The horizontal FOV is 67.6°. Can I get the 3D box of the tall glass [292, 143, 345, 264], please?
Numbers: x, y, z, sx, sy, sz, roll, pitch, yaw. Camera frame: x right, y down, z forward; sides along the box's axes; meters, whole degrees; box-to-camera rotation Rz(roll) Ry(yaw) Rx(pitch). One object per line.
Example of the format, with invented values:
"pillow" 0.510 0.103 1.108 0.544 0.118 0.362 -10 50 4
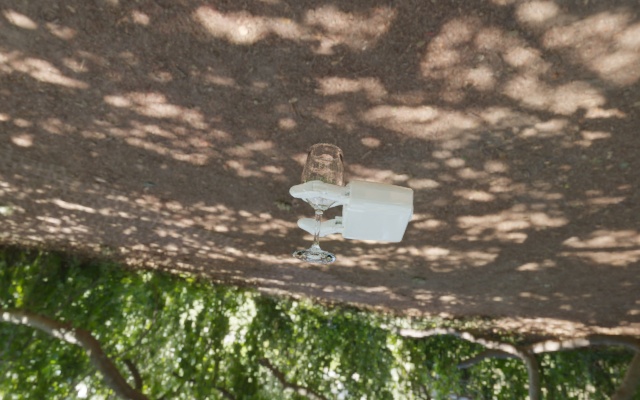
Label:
"tall glass" 0.000 0.003 0.829 0.079 0.201 0.079 5 -23 2
